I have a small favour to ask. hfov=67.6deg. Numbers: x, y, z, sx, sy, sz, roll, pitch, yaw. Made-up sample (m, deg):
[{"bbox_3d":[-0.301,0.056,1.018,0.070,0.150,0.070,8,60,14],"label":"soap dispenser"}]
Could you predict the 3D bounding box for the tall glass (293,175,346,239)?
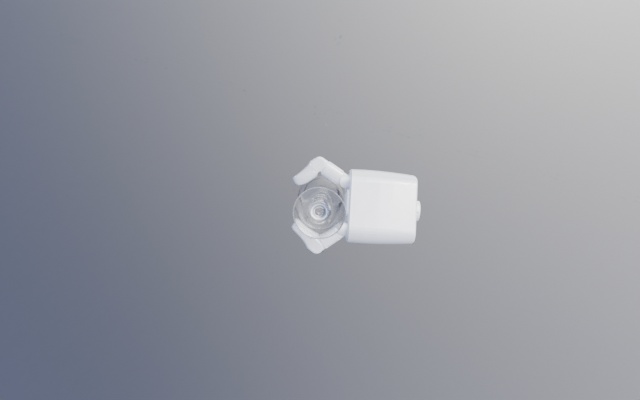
[{"bbox_3d":[0.000,0.003,0.765,0.079,0.079,0.201,0,9,1],"label":"tall glass"}]
